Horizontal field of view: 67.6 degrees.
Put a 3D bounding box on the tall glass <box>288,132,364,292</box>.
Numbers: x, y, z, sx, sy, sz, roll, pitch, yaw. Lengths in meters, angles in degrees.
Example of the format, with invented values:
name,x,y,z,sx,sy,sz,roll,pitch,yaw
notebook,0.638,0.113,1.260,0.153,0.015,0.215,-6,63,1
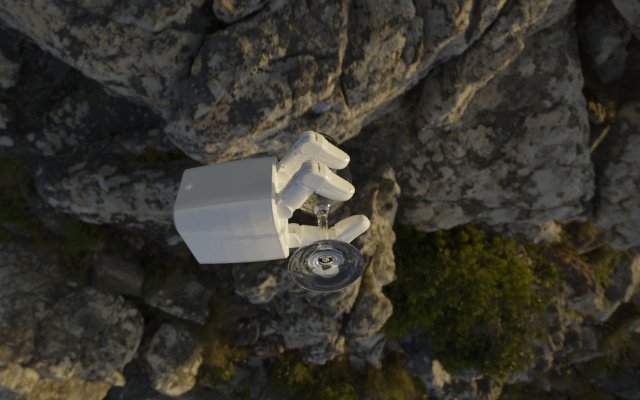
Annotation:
name,x,y,z,sx,sy,sz,roll,pitch,yaw
tall glass,0.000,0.002,0.539,0.079,0.079,0.200,0,40,-4
